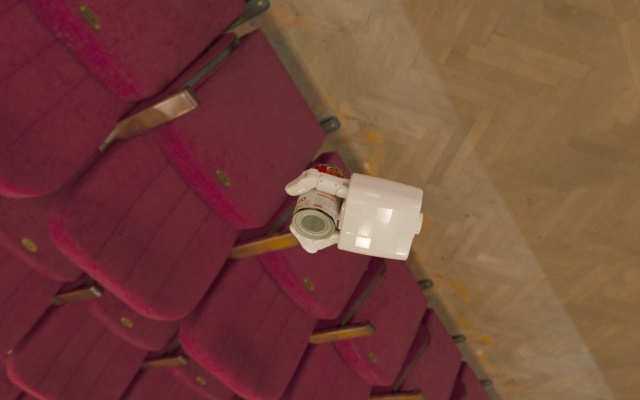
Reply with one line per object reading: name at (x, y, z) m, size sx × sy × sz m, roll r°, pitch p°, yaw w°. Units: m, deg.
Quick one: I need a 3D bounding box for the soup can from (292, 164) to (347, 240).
soup can at (0.000, 0.002, 0.729) m, size 0.068 × 0.069 × 0.102 m, roll 0°, pitch 43°, yaw 17°
